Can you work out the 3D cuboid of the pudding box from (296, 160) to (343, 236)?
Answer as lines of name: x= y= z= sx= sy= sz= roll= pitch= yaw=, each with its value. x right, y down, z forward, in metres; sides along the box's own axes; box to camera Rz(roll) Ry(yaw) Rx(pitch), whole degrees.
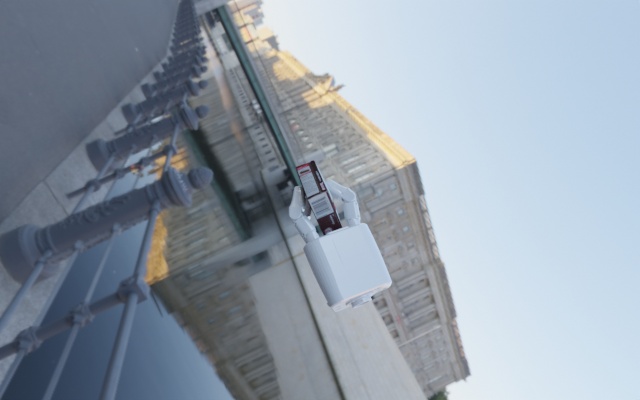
pudding box: x=0.000 y=0.003 z=0.804 sx=0.039 sy=0.114 sz=0.090 roll=-22 pitch=42 yaw=-1
